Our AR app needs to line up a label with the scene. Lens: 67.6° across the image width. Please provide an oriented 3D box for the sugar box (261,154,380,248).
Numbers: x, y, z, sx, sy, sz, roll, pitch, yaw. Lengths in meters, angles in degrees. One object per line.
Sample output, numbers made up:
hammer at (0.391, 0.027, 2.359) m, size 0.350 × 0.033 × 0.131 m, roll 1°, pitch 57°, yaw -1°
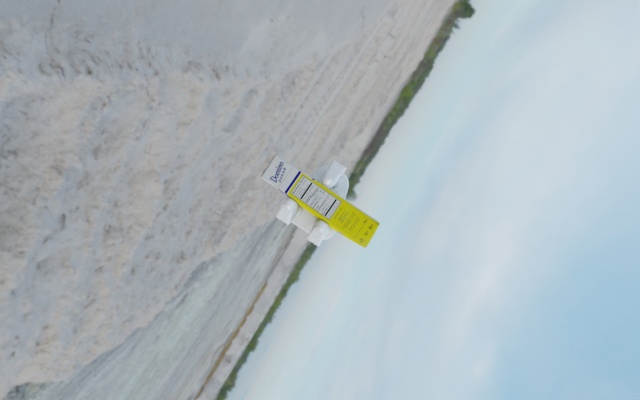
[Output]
sugar box at (0.000, 0.003, 0.696) m, size 0.176 × 0.048 × 0.093 m, roll 32°, pitch -3°, yaw 2°
